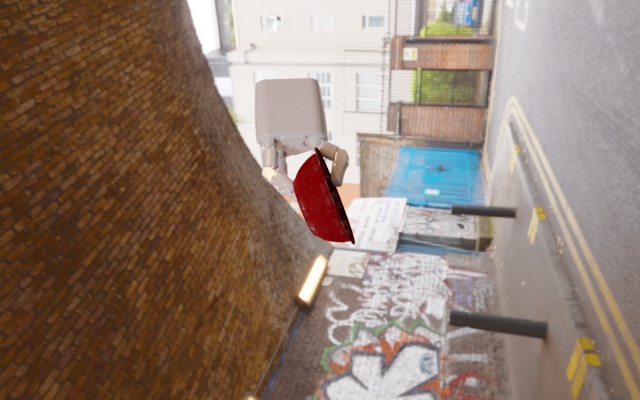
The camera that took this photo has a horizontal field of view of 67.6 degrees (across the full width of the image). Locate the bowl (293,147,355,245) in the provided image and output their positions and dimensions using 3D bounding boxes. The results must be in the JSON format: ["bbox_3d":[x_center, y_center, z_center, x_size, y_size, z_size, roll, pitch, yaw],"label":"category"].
[{"bbox_3d":[0.000,0.004,0.735,0.055,0.162,0.162,-22,-2,6],"label":"bowl"}]
